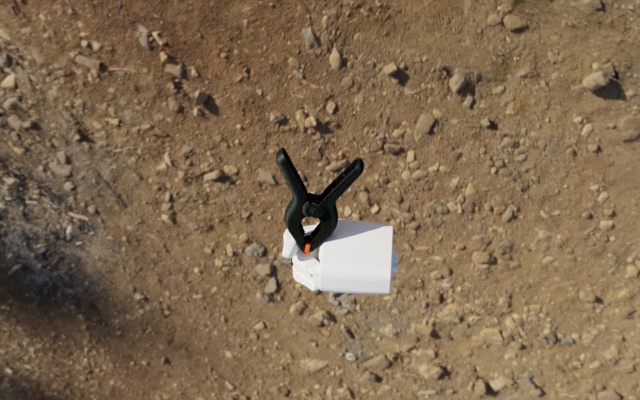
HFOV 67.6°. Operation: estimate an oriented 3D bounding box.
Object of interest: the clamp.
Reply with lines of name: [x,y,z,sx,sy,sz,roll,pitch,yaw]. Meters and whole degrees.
clamp: [0.000,0.003,0.688,0.120,0.172,0.039,3,35,5]
